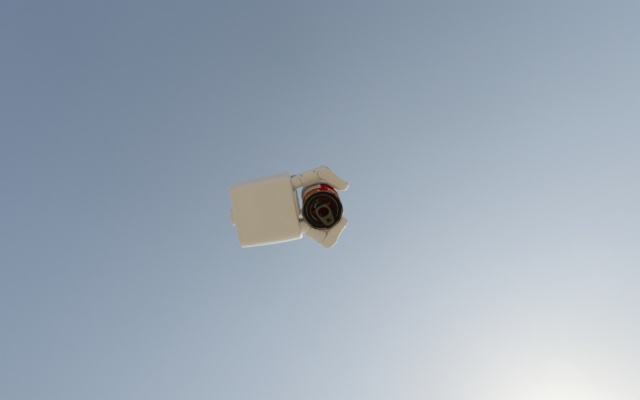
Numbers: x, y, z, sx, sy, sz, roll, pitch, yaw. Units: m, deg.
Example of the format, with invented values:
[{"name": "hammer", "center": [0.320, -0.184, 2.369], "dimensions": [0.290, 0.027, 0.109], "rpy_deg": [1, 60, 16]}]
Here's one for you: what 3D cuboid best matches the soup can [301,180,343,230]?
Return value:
[{"name": "soup can", "center": [0.001, 0.002, 0.825], "dimensions": [0.068, 0.068, 0.102], "rpy_deg": [0, 17, -4]}]
